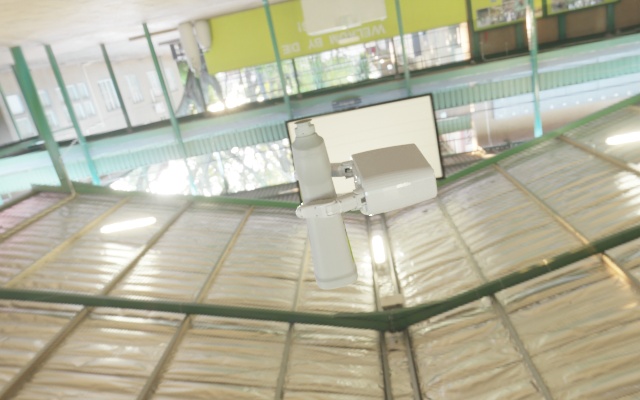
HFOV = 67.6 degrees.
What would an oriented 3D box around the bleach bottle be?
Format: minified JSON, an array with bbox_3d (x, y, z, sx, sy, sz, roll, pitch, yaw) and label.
[{"bbox_3d":[0.000,0.002,0.734,0.068,0.251,0.102,-13,18,-1],"label":"bleach bottle"}]
